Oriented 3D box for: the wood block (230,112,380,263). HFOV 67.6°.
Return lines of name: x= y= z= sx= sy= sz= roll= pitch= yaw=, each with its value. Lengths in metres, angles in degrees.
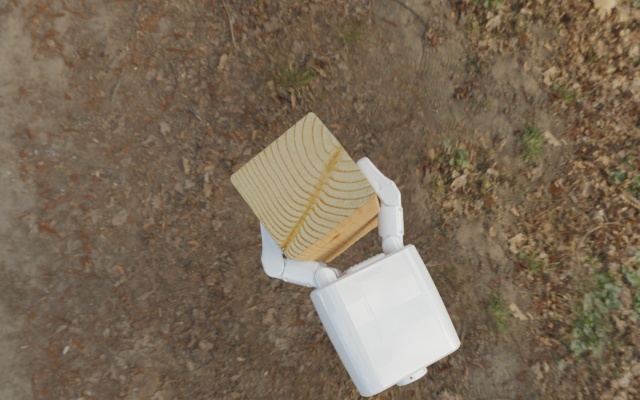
wood block: x=0.001 y=0.002 z=0.484 sx=0.091 sy=0.090 sz=0.206 roll=-38 pitch=-12 yaw=2
